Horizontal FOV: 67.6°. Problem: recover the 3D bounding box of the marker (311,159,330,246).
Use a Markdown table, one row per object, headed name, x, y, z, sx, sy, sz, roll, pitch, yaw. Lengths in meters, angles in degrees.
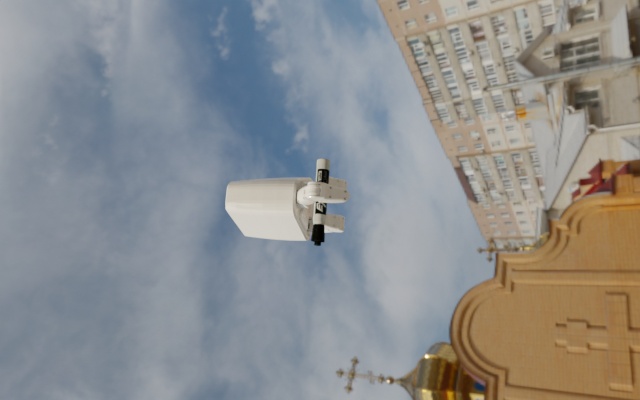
| name | x | y | z | sx | sy | sz | roll | pitch | yaw |
| --- | --- | --- | --- | --- | --- | --- | --- | --- | --- |
| marker | 0.000 | 0.002 | 0.656 | 0.020 | 0.121 | 0.020 | 4 | -14 | 1 |
